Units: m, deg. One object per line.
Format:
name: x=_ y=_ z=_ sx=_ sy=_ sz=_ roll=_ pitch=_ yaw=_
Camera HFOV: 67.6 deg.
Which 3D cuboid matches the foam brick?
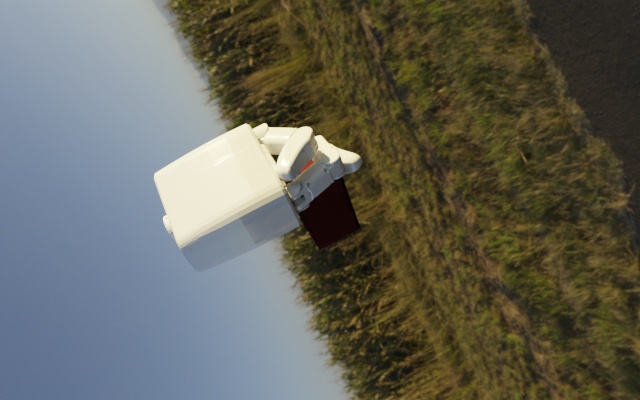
foam brick: x=0.000 y=0.002 z=0.502 sx=0.051 sy=0.078 sz=0.053 roll=-30 pitch=42 yaw=-8
